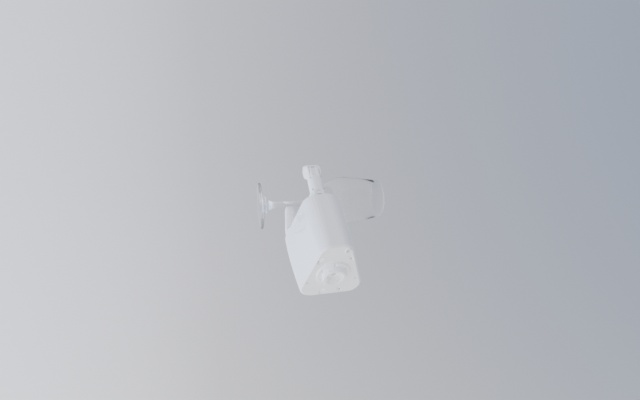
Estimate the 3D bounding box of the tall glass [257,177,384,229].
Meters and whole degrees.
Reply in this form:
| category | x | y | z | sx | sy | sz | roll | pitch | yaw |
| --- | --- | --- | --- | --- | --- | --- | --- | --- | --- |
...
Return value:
| category | x | y | z | sx | sy | sz | roll | pitch | yaw |
| --- | --- | --- | --- | --- | --- | --- | --- | --- | --- |
| tall glass | -0.001 | 0.002 | 0.781 | 0.201 | 0.079 | 0.079 | -4 | 1 | -13 |
